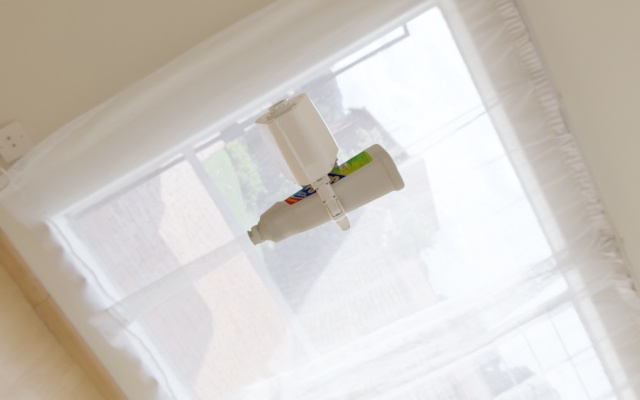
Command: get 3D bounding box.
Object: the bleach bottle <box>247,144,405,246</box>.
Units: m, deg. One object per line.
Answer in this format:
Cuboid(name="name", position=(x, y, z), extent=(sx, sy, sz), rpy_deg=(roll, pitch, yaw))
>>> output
Cuboid(name="bleach bottle", position=(0.000, 0.002, 0.748), extent=(0.251, 0.068, 0.102), rpy_deg=(-29, 20, 3))
